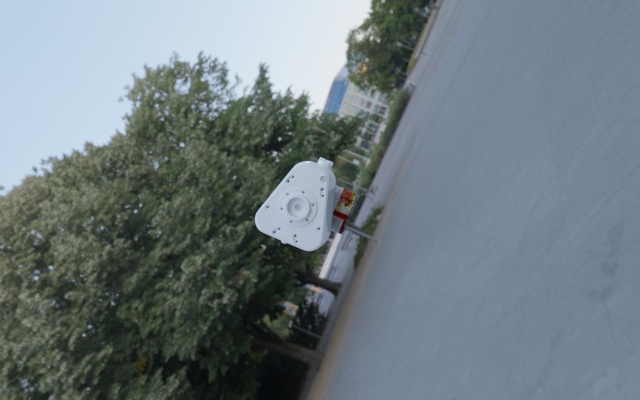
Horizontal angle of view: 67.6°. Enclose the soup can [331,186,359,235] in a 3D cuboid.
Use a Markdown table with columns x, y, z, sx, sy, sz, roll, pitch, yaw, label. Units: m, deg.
| x | y | z | sx | sy | sz | roll | pitch | yaw | label |
| --- | --- | --- | --- | --- | --- | --- | --- | --- | --- |
| 0.000 | 0.002 | 0.736 | 0.102 | 0.068 | 0.068 | 23 | 1 | 3 | soup can |
